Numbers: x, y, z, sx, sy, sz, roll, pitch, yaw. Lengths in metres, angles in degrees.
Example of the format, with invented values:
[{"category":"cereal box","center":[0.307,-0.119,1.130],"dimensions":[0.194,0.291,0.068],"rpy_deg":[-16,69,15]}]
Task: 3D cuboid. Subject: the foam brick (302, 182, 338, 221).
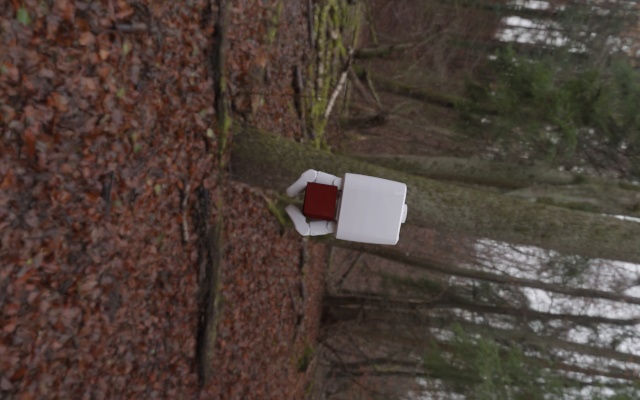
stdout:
[{"category":"foam brick","center":[0.000,0.003,0.789],"dimensions":[0.051,0.053,0.078],"rpy_deg":[9,-6,2]}]
